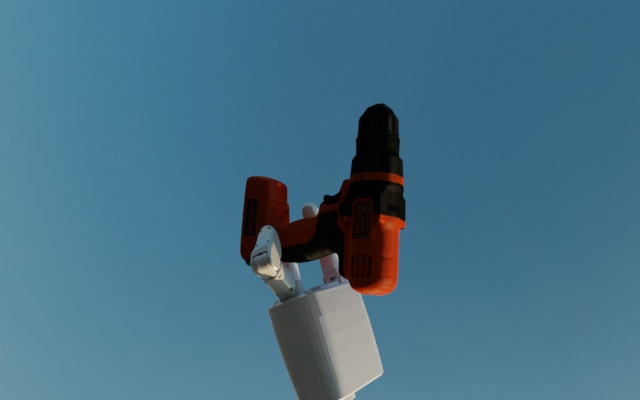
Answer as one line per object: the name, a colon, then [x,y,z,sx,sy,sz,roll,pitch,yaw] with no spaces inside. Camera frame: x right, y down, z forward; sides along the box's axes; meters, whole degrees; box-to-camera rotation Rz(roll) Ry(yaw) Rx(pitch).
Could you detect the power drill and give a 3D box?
power drill: [0.000,0.002,0.497,0.187,0.184,0.057,-6,-16,40]
